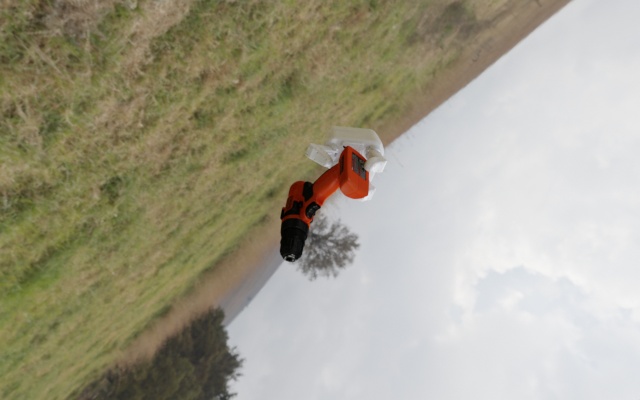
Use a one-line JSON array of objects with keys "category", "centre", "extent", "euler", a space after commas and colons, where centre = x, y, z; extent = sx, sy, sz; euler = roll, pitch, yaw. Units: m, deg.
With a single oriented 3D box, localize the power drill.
[{"category": "power drill", "centre": [0.001, 0.002, 0.835], "extent": [0.057, 0.184, 0.188], "euler": [35, -52, -28]}]
